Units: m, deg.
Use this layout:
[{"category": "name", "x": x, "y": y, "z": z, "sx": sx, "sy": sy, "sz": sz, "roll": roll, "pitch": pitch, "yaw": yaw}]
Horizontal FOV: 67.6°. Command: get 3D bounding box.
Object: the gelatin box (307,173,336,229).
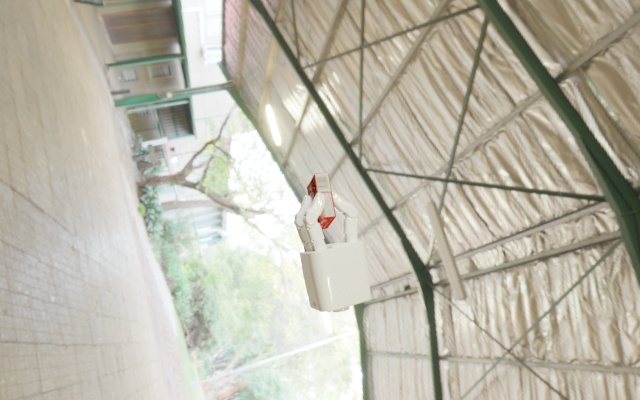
[{"category": "gelatin box", "x": 0.001, "y": 0.003, "z": 0.880, "sx": 0.030, "sy": 0.089, "sz": 0.073, "roll": -5, "pitch": -17, "yaw": -14}]
